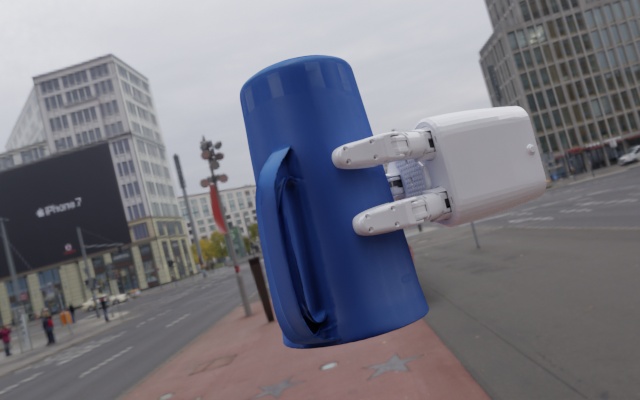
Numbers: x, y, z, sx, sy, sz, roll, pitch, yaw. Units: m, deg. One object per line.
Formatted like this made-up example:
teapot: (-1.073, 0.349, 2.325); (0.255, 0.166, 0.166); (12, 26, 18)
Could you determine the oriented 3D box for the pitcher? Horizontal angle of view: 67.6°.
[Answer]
pitcher: (0.000, 0.001, 0.426); (0.145, 0.243, 0.149); (-13, -4, -17)
